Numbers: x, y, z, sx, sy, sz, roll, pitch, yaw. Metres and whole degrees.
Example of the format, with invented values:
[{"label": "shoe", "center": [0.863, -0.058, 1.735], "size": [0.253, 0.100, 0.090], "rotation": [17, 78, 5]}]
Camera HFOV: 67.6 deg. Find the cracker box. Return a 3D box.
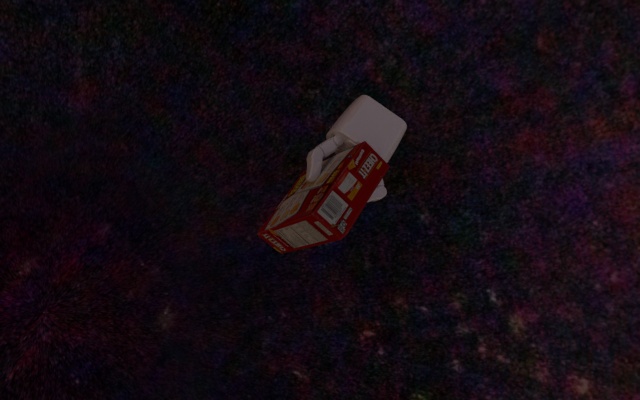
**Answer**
[{"label": "cracker box", "center": [0.000, 0.003, 0.822], "size": [0.072, 0.164, 0.214], "rotation": [43, -29, -15]}]
